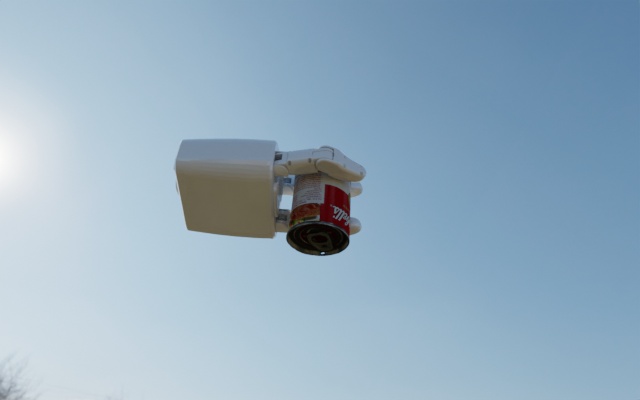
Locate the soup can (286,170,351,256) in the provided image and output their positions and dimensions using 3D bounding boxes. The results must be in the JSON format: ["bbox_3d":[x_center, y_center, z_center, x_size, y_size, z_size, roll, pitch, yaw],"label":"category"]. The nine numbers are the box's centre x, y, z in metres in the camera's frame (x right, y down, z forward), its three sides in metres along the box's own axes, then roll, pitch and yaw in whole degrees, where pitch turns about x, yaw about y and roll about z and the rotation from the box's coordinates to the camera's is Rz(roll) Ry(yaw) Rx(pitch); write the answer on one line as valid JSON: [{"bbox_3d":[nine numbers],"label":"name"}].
[{"bbox_3d":[0.001,0.001,0.535,0.068,0.102,0.069,3,-35,2],"label":"soup can"}]
